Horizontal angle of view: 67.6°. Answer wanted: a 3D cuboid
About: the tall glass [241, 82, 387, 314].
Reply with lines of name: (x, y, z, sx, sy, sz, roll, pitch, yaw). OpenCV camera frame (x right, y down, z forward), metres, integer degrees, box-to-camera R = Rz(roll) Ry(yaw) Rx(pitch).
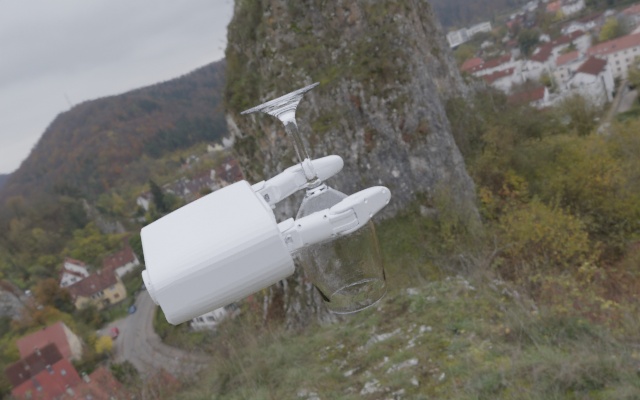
tall glass: (0.000, 0.001, 0.435, 0.079, 0.201, 0.079, -20, 13, 5)
